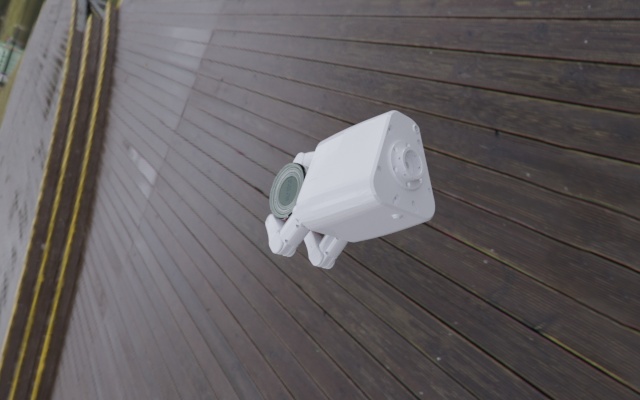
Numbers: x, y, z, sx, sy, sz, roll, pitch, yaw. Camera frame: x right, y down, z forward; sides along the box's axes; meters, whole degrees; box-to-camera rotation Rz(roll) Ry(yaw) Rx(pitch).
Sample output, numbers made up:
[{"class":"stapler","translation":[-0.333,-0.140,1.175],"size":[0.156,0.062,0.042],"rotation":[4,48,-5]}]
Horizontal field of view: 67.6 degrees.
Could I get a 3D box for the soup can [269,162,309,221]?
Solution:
[{"class":"soup can","translation":[0.000,0.002,0.562],"size":[0.102,0.068,0.068],"rotation":[19,-12,-36]}]
